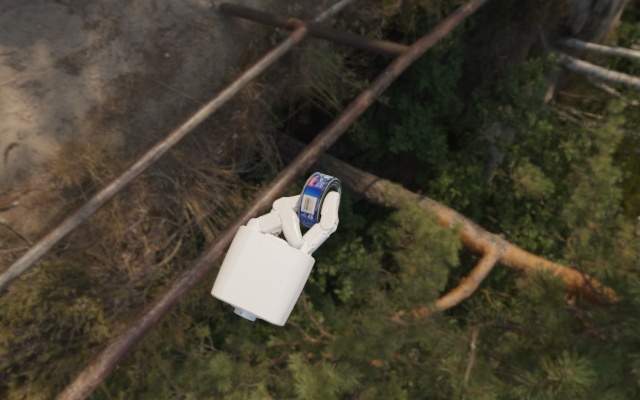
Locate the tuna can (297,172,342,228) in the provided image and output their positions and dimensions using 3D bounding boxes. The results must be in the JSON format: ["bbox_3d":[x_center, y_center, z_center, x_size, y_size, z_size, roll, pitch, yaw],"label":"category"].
[{"bbox_3d":[0.001,0.002,0.730,0.034,0.086,0.086,16,6,22],"label":"tuna can"}]
